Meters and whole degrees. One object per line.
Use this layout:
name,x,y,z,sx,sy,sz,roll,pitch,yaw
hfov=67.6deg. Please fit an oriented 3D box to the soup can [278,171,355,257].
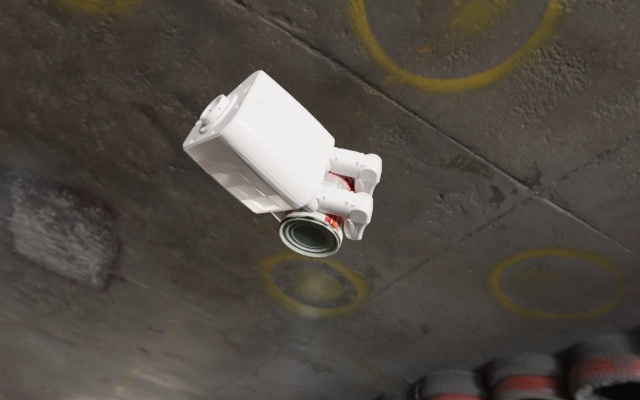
soup can,0.000,0.002,0.519,0.068,0.102,0.069,11,-39,9
